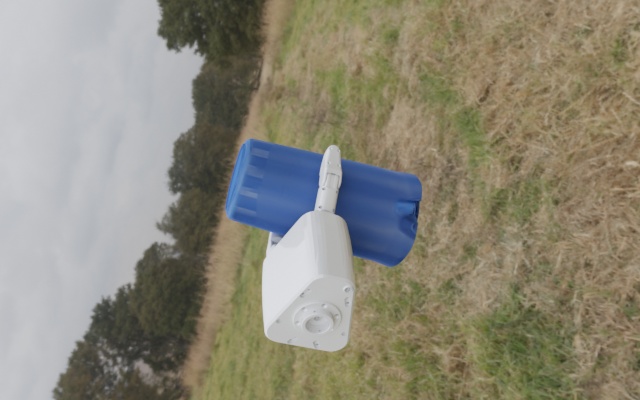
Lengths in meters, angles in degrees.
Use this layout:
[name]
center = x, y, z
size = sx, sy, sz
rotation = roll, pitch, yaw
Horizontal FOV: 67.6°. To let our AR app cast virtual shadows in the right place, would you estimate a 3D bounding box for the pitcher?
[pitcher]
center = 0.000, 0.002, 0.648
size = 0.243, 0.149, 0.145
rotation = 15, 33, -15
